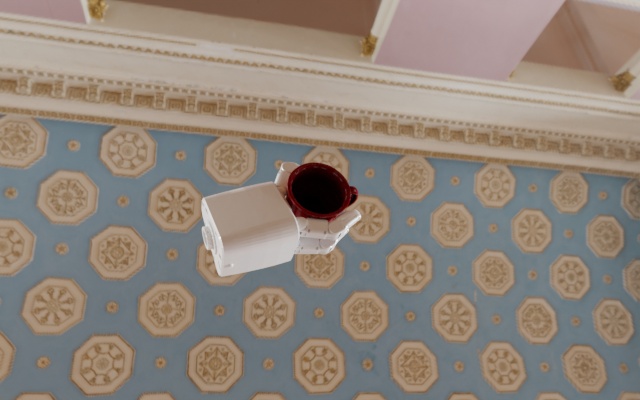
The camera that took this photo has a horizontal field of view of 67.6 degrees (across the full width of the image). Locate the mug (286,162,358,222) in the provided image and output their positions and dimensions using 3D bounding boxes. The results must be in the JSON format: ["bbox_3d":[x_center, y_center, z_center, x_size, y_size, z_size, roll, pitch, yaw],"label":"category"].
[{"bbox_3d":[0.001,0.002,0.713,0.117,0.093,0.081,-11,-28,-22],"label":"mug"}]
